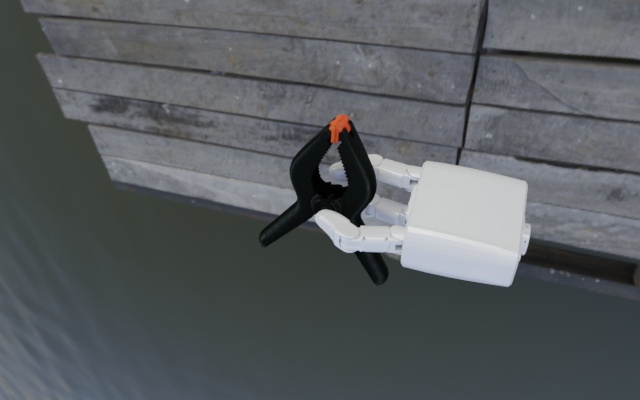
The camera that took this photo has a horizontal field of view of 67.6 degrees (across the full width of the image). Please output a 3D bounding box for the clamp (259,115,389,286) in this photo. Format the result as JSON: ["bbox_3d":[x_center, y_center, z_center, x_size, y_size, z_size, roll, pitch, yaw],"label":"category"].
[{"bbox_3d":[0.000,0.002,0.528,0.164,0.210,0.036,11,40,15],"label":"clamp"}]
